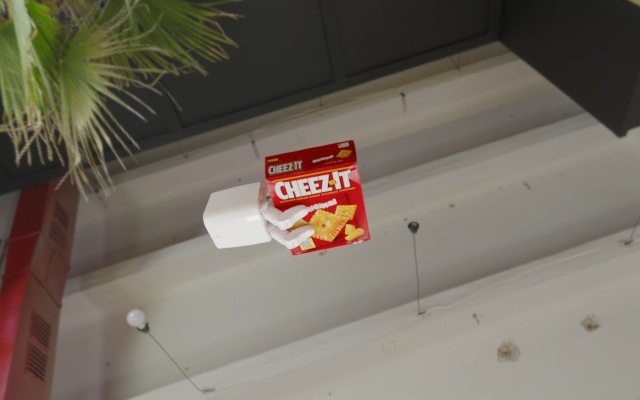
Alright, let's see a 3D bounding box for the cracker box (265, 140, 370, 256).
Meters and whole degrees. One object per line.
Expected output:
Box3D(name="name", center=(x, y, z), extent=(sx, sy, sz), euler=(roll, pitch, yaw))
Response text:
Box3D(name="cracker box", center=(0.000, 0.003, 0.898), extent=(0.164, 0.072, 0.214), euler=(-11, -45, 4))
